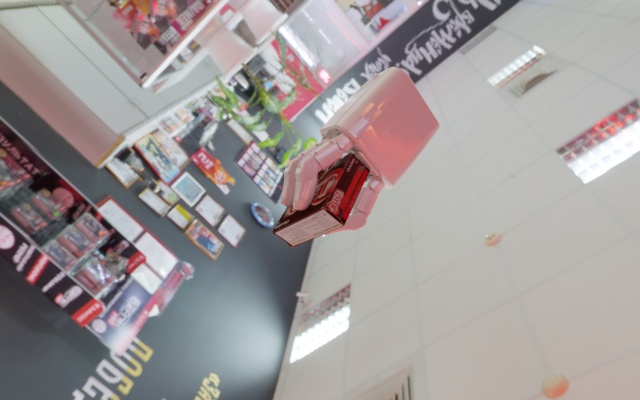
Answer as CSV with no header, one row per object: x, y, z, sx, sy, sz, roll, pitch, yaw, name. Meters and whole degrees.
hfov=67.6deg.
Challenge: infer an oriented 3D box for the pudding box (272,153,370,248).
0.000,0.002,0.576,0.039,0.090,0.113,40,-37,-15,pudding box
